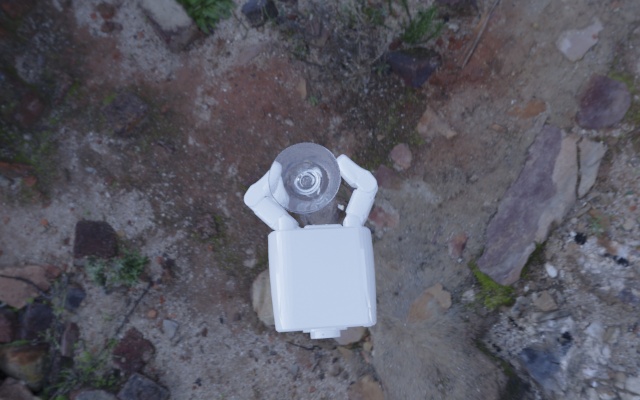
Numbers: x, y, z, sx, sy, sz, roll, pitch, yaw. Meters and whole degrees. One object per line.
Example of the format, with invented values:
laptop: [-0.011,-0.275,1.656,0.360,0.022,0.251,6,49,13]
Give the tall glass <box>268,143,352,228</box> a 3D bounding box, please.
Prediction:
tall glass: [0.000,0.002,0.573,0.079,0.079,0.201,0,-14,10]
